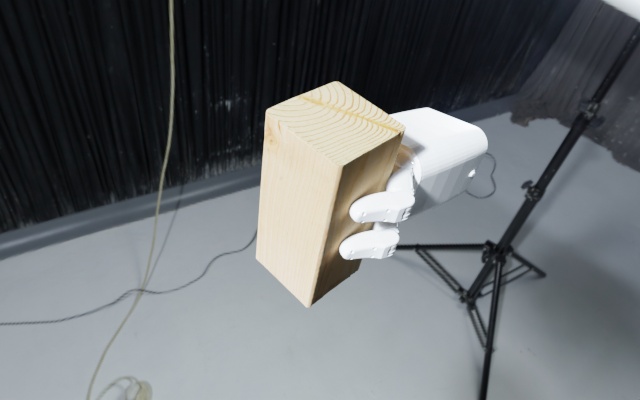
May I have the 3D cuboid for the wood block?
[{"bbox_3d":[0.000,0.001,0.481,0.090,0.206,0.090,-31,59,-34],"label":"wood block"}]
